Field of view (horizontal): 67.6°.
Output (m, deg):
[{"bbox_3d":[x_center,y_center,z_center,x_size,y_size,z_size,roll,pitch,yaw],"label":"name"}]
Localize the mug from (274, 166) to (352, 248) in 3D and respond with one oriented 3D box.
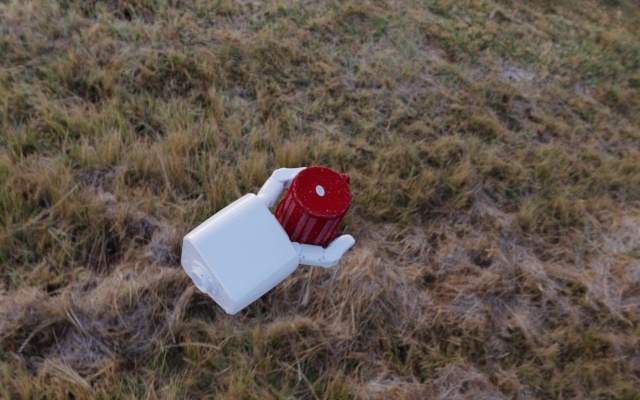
[{"bbox_3d":[0.001,0.001,0.645,0.117,0.093,0.081,-36,-15,-33],"label":"mug"}]
